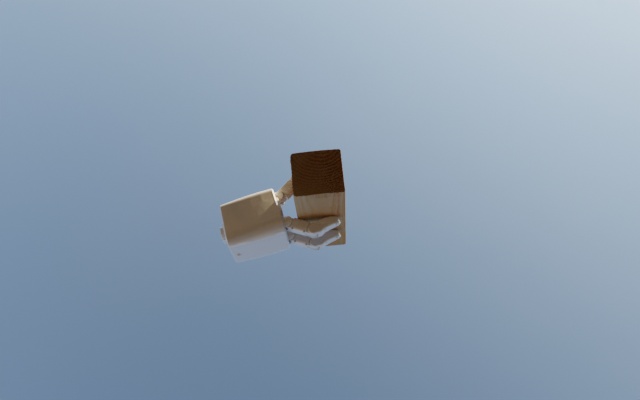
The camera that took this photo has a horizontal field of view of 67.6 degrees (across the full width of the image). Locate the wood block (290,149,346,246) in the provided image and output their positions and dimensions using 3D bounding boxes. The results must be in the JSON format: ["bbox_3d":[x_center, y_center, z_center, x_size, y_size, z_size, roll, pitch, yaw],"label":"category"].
[{"bbox_3d":[0.000,0.003,0.895,0.090,0.090,0.206,-6,-30,0],"label":"wood block"}]
